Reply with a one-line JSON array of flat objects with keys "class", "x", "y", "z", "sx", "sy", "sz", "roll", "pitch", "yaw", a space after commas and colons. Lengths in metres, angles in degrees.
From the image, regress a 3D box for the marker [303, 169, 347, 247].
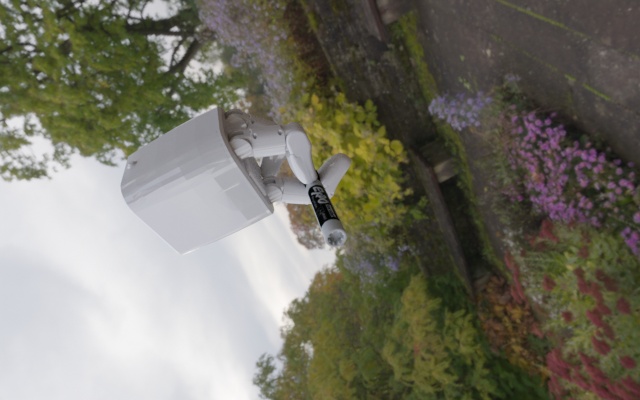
[{"class": "marker", "x": 0.000, "y": 0.001, "z": 0.439, "sx": 0.020, "sy": 0.020, "sz": 0.121, "roll": 0, "pitch": 29, "yaw": -14}]
